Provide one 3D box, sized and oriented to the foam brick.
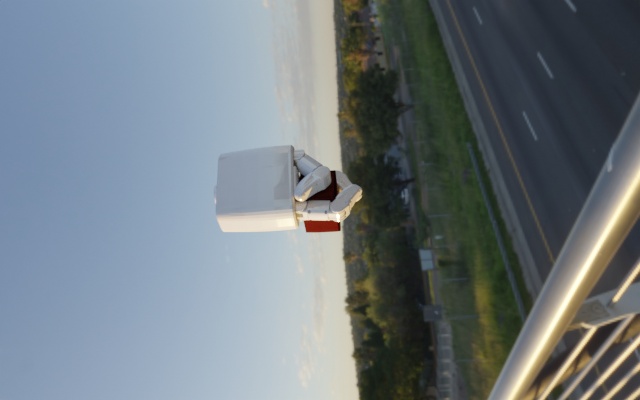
[{"bbox_3d":[0.000,0.002,0.680,0.051,0.053,0.078,-5,-42,4],"label":"foam brick"}]
